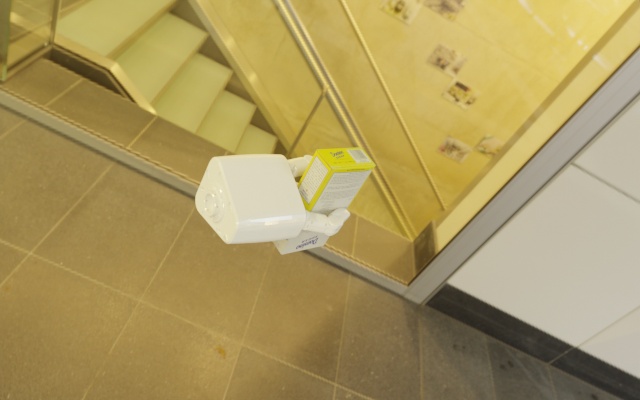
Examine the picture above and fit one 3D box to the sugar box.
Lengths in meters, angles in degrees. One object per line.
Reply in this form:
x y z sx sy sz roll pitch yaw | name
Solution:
0.000 0.002 0.703 0.093 0.048 0.176 -7 -38 -43 | sugar box
